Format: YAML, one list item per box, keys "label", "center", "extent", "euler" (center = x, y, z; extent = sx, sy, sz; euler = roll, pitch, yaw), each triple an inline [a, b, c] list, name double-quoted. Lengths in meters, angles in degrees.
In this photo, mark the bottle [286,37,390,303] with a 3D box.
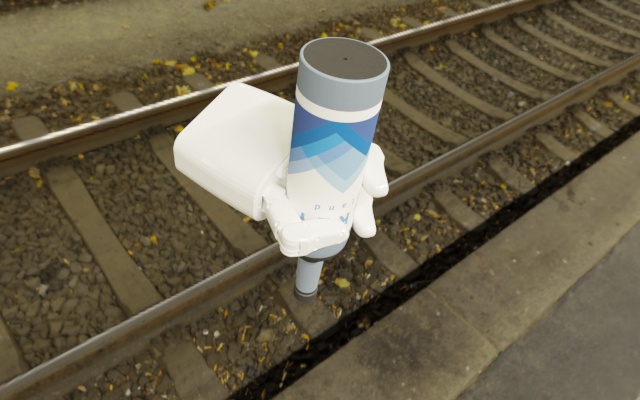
- label: "bottle"
  center: [0.000, 0.001, 0.447]
  extent: [0.069, 0.296, 0.069]
  euler: [5, 44, -5]
